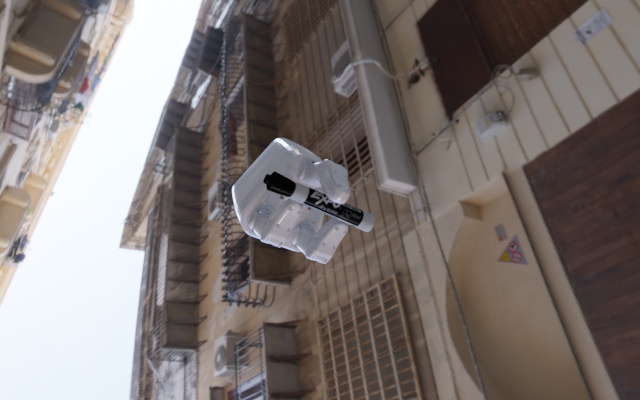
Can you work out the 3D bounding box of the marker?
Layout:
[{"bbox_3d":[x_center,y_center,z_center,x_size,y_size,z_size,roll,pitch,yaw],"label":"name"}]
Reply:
[{"bbox_3d":[0.000,0.002,0.461,0.121,0.020,0.020,23,-10,-25],"label":"marker"}]
